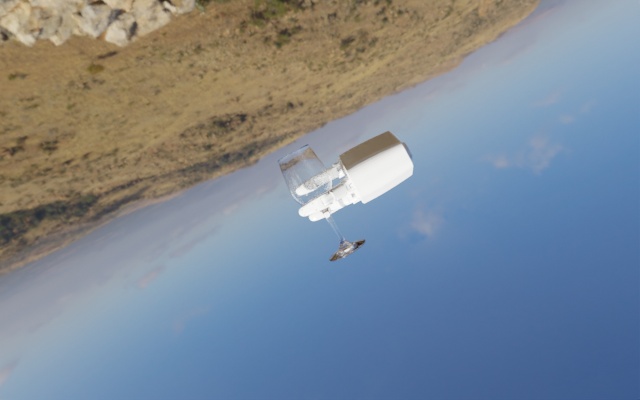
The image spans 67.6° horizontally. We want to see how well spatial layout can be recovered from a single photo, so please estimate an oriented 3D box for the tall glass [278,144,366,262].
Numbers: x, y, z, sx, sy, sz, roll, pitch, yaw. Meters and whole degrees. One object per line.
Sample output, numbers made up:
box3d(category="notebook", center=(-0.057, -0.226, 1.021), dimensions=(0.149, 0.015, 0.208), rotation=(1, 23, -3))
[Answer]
box3d(category="tall glass", center=(0.000, 0.003, 0.842), dimensions=(0.079, 0.201, 0.079), rotation=(-29, 6, 3))
